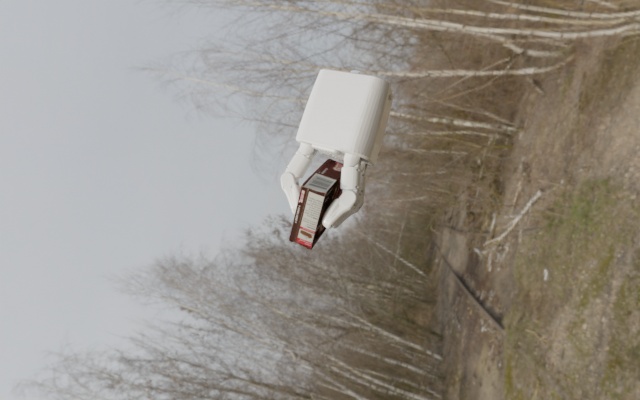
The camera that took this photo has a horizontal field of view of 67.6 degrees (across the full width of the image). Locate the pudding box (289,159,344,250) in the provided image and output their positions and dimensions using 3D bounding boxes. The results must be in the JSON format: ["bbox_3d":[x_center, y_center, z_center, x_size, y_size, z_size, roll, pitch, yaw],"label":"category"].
[{"bbox_3d":[0.000,0.002,0.665,0.039,0.090,0.113,21,29,13],"label":"pudding box"}]
